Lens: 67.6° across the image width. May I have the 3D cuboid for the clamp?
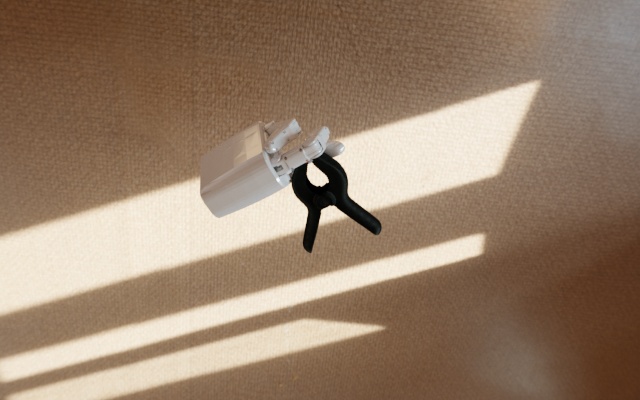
[{"bbox_3d":[0.000,0.002,0.678,0.120,0.171,0.039,-27,23,11],"label":"clamp"}]
